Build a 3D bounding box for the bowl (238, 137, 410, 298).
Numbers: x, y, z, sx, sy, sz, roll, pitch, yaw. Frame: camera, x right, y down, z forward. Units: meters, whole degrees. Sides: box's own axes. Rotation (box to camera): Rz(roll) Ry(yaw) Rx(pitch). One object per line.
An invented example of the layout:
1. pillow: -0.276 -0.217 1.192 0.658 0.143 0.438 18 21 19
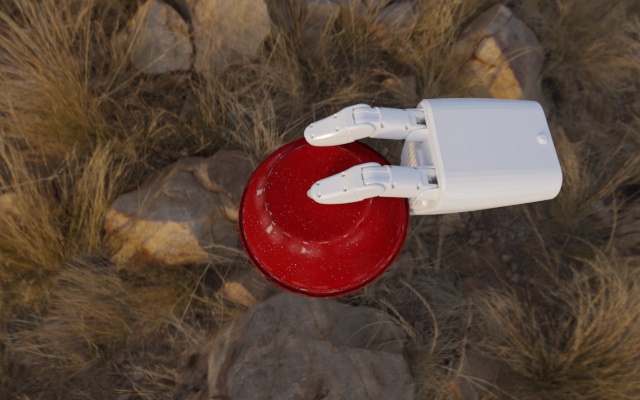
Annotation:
1. bowl: -0.001 0.002 0.424 0.162 0.162 0.055 0 -21 5
